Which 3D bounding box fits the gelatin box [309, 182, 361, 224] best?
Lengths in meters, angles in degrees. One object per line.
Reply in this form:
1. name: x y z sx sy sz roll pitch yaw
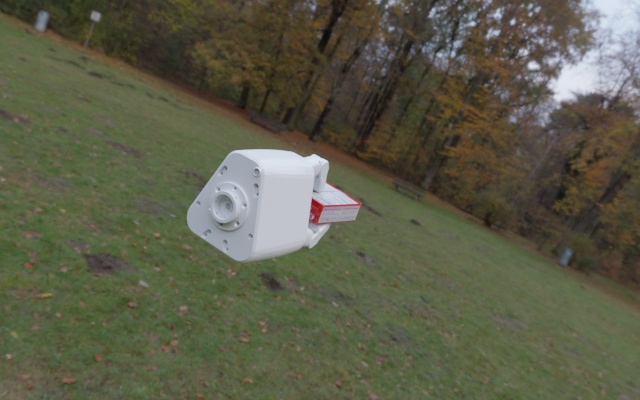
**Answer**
1. gelatin box: 0.000 0.002 0.649 0.073 0.030 0.089 33 22 34
